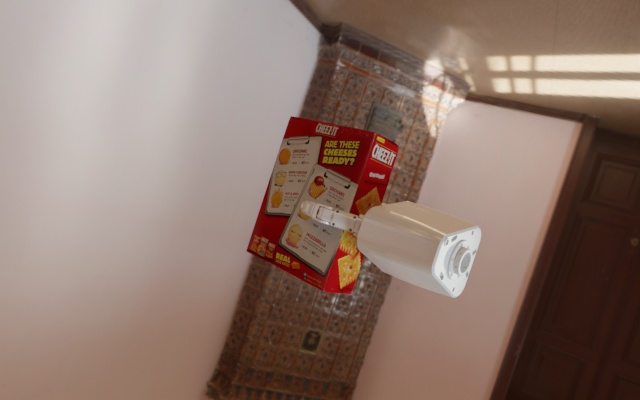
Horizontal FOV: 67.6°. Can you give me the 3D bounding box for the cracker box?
[{"bbox_3d":[0.000,0.002,0.675,0.164,0.213,0.072,19,1,41],"label":"cracker box"}]
